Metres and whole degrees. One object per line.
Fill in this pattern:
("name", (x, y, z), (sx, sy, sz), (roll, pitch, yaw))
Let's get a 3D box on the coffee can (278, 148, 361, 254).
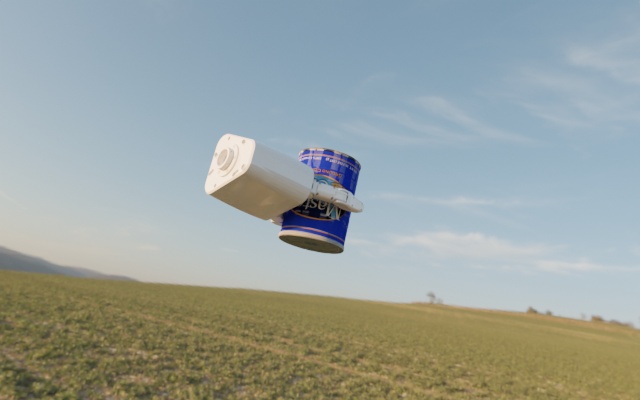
("coffee can", (0.000, 0.003, 0.747), (0.103, 0.140, 0.103), (12, -16, 3))
